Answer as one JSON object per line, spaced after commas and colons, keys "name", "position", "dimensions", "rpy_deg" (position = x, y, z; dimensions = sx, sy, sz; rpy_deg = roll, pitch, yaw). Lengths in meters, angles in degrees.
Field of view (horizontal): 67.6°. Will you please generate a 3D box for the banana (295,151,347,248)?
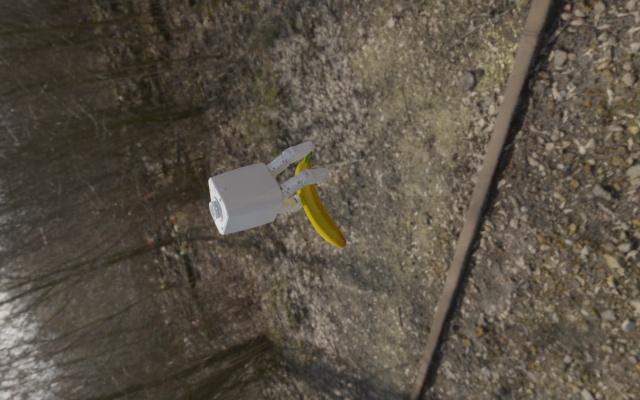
{"name": "banana", "position": [-0.008, 0.006, 0.910], "dimensions": [0.037, 0.197, 0.070], "rpy_deg": [-16, -12, -27]}
